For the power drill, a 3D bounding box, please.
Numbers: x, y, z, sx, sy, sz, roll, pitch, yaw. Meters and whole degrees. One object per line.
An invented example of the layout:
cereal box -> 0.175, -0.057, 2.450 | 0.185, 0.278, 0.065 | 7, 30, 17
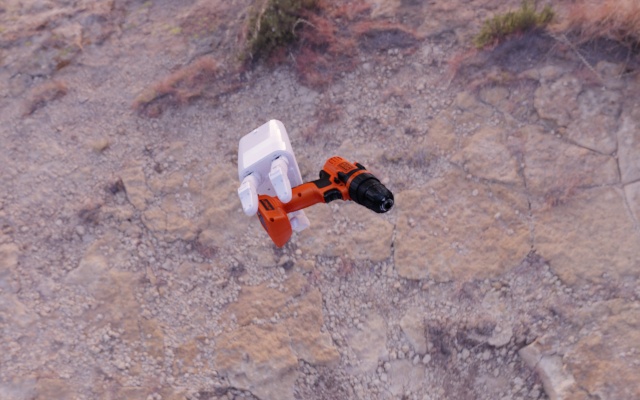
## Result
power drill -> 0.000, 0.002, 0.743 | 0.187, 0.057, 0.184 | -24, 28, -15
